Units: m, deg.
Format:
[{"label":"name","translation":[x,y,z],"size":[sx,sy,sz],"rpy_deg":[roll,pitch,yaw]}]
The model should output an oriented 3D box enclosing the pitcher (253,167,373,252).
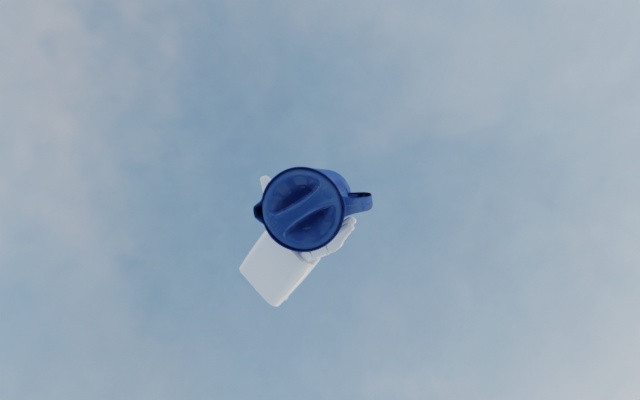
[{"label":"pitcher","translation":[0.000,0.003,0.845],"size":[0.149,0.145,0.243],"rpy_deg":[39,11,4]}]
